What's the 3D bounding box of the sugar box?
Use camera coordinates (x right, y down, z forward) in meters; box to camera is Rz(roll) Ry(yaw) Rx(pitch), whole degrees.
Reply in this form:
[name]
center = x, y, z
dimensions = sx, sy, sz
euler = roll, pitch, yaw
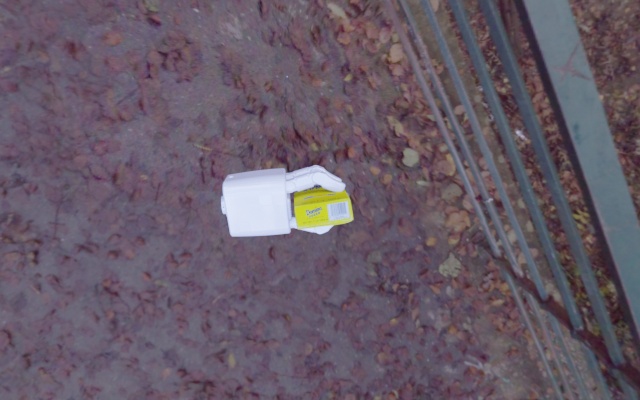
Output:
[sugar box]
center = 0.000, 0.002, 0.845
dimensions = 0.093, 0.048, 0.176
euler = -8, 15, -2
